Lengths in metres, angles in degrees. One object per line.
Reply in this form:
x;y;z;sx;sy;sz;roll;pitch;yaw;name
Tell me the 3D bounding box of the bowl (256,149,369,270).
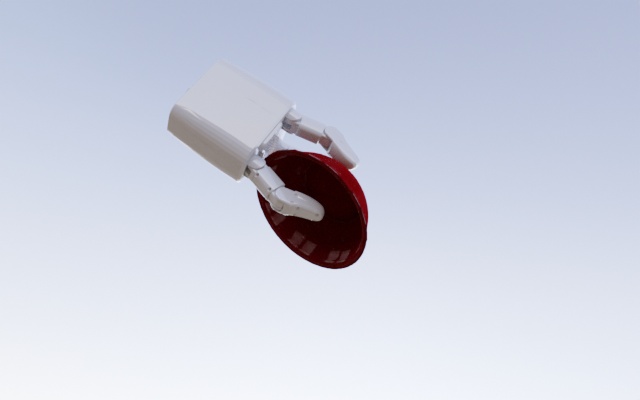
0.001;0.003;0.575;0.162;0.162;0.055;0;29;42;bowl
